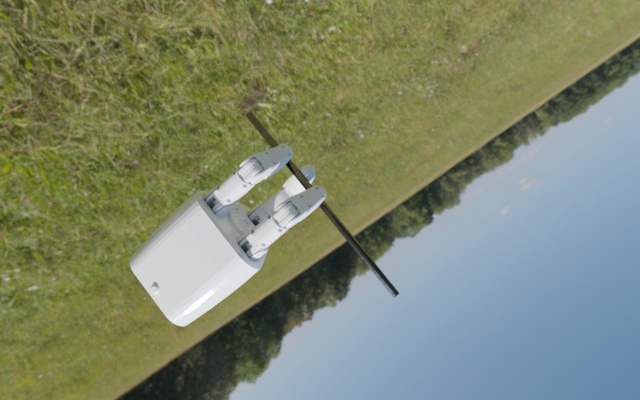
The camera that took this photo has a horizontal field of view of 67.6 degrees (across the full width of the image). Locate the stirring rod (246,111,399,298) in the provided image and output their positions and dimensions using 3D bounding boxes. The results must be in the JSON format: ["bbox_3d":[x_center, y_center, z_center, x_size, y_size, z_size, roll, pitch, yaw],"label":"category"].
[{"bbox_3d":[0.000,0.002,0.488,0.011,0.239,0.011,-39,-6,-5],"label":"stirring rod"}]
